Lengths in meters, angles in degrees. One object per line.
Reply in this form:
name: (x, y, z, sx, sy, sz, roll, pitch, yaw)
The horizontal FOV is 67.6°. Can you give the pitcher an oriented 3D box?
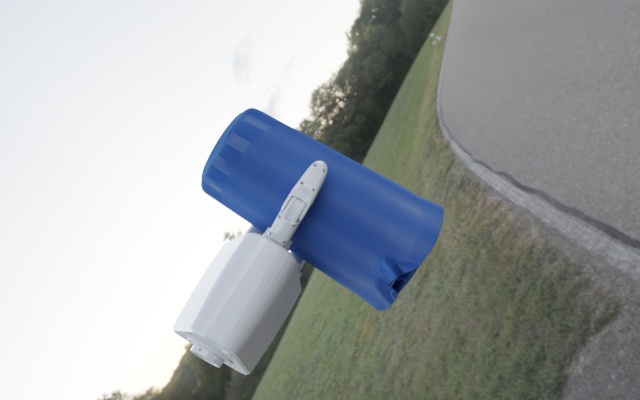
pitcher: (0.000, 0.002, 0.532, 0.243, 0.145, 0.149, 31, -26, -2)
